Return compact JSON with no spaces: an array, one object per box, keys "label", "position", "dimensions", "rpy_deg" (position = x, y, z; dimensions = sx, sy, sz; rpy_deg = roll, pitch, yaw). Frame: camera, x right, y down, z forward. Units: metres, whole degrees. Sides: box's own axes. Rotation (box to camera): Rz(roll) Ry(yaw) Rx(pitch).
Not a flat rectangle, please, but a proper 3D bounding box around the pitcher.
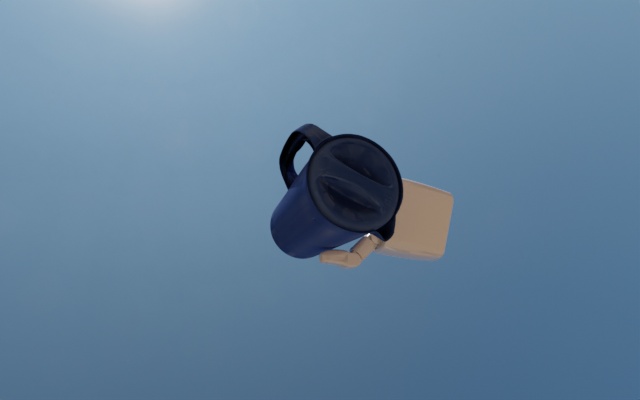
[{"label":"pitcher","position":[0.000,0.002,0.698],"dimensions":[0.145,0.149,0.243],"rpy_deg":[10,-21,-18]}]
